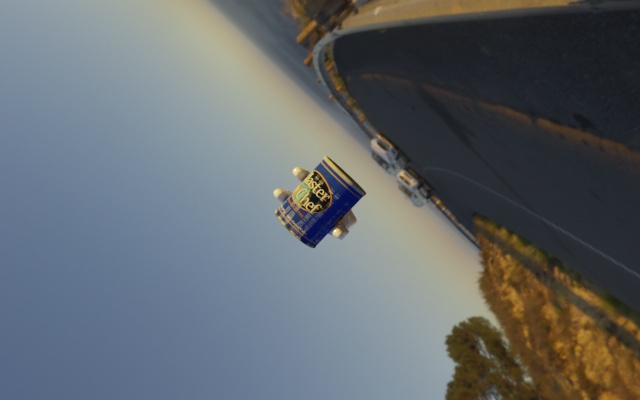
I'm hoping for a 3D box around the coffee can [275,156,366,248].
[{"bbox_3d":[0.000,0.003,0.883,0.103,0.140,0.103,42,7,-7],"label":"coffee can"}]
